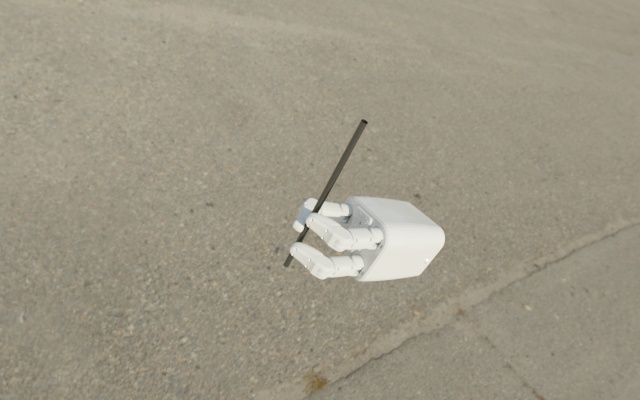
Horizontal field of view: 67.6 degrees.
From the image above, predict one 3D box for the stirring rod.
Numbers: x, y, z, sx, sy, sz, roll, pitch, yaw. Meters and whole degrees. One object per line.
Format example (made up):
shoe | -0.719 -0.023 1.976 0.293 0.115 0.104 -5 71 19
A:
stirring rod | 0.000 0.002 0.577 0.011 0.240 0.011 18 37 -14
